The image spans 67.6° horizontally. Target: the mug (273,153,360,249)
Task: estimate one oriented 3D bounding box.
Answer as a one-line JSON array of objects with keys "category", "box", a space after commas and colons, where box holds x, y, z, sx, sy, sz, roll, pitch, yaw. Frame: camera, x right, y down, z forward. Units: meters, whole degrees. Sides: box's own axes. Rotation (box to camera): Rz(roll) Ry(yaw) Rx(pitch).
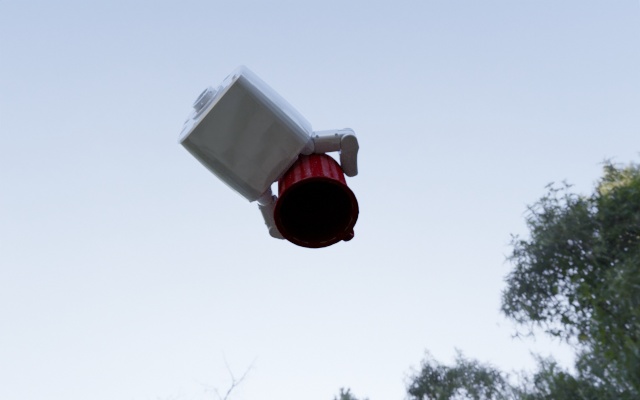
[{"category": "mug", "box": [0.001, 0.003, 0.554, 0.117, 0.093, 0.081, 42, 18, -26]}]
